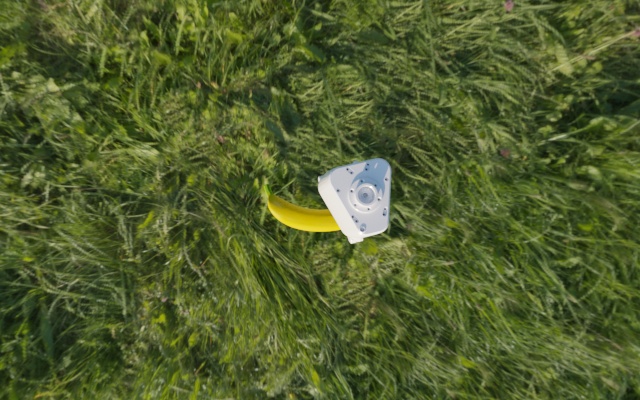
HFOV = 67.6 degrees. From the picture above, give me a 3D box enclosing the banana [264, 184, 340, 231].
[{"bbox_3d":[-0.007,0.020,0.826,0.198,0.069,0.037,11,-7,-2],"label":"banana"}]
